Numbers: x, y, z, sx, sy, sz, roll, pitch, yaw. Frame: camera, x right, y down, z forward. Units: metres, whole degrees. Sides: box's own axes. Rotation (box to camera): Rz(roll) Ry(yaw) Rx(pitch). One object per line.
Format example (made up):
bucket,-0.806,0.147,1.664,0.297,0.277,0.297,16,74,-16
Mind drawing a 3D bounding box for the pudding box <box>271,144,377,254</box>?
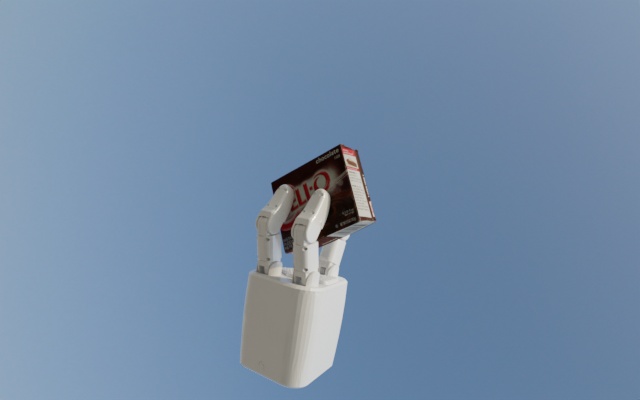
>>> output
pudding box,0.000,0.002,0.537,0.113,0.090,0.039,-25,-21,33
